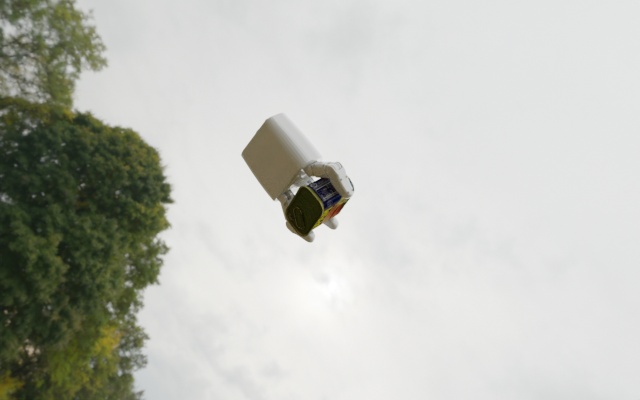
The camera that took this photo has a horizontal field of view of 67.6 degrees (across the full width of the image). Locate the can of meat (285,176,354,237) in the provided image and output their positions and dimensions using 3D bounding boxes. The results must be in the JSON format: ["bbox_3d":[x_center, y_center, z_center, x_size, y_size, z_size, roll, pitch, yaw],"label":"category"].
[{"bbox_3d":[0.000,0.002,0.790,0.084,0.057,0.102,-30,-16,-37],"label":"can of meat"}]
